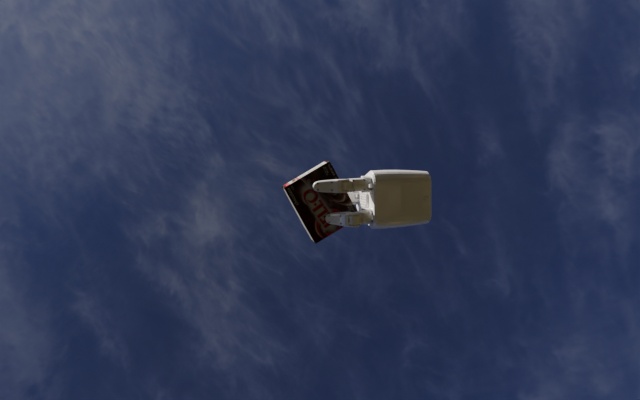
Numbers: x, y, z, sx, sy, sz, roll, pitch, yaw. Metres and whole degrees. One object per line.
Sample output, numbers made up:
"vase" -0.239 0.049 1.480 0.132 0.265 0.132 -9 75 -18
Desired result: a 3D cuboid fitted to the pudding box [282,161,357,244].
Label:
"pudding box" 0.000 0.003 0.808 0.090 0.113 0.039 -31 10 -9
